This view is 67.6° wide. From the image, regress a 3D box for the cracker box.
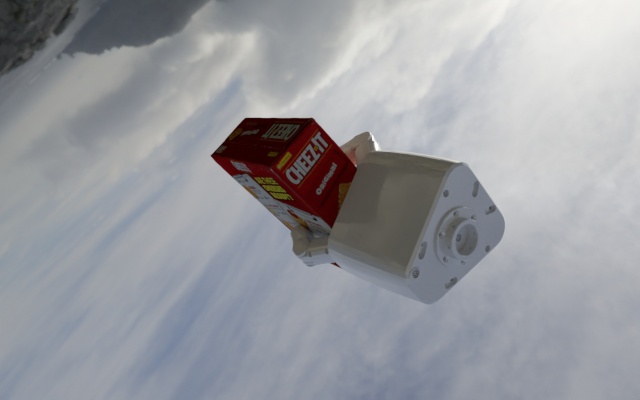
[{"bbox_3d":[0.000,0.002,0.533,0.214,0.072,0.164,46,-16,-29],"label":"cracker box"}]
